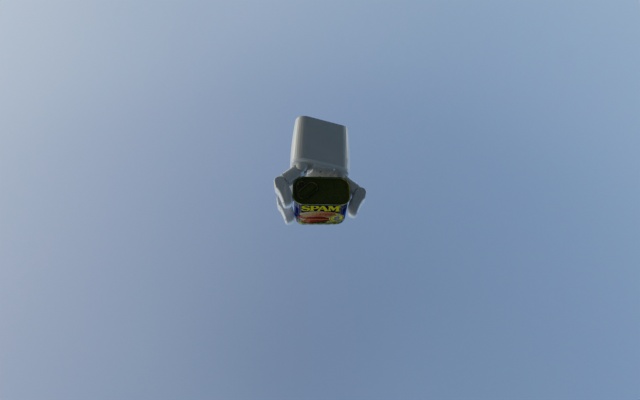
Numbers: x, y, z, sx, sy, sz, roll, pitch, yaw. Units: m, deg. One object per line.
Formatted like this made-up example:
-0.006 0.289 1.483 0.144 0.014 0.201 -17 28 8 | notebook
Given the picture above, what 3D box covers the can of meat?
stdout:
0.000 0.003 0.867 0.102 0.057 0.084 1 -30 -3 | can of meat
